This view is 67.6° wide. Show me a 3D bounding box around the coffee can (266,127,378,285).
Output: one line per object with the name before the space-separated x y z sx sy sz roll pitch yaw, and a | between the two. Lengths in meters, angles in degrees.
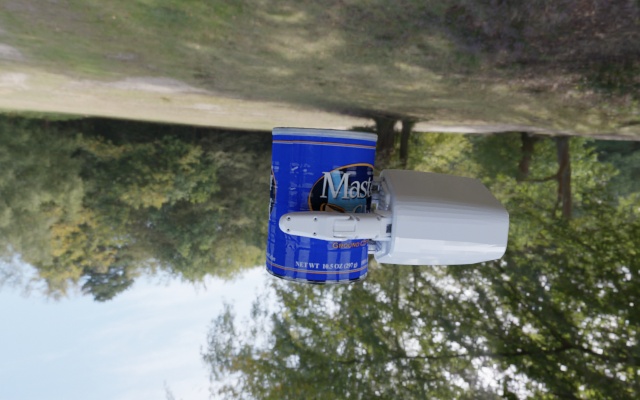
coffee can | 0.000 0.001 0.473 0.103 0.140 0.103 4 6 0
